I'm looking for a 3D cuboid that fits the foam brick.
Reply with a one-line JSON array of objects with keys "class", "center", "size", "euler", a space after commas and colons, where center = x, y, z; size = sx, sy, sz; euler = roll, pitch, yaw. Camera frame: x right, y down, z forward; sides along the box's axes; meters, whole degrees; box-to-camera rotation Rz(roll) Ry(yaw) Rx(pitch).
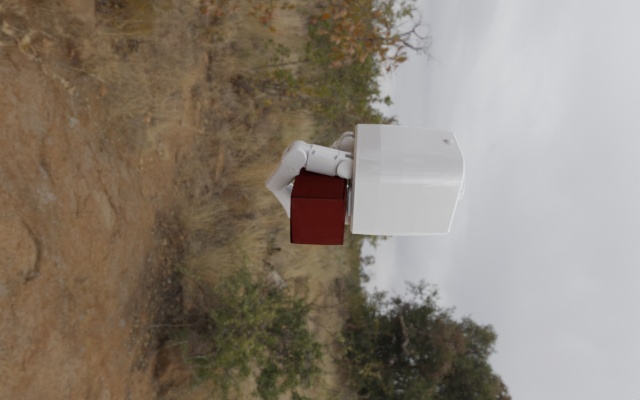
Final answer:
[{"class": "foam brick", "center": [0.000, 0.002, 0.473], "size": [0.051, 0.053, 0.078], "euler": [4, 30, 4]}]
